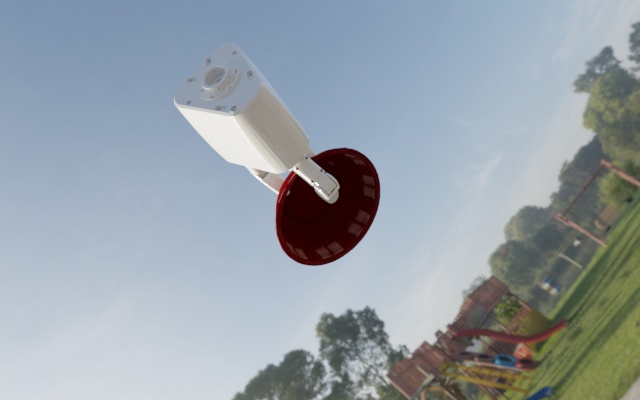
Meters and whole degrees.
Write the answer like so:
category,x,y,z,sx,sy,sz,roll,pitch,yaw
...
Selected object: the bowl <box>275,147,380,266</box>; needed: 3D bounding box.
category,x,y,z,sx,sy,sz,roll,pitch,yaw
bowl,0.000,0.003,0.626,0.162,0.162,0.055,0,21,-36
